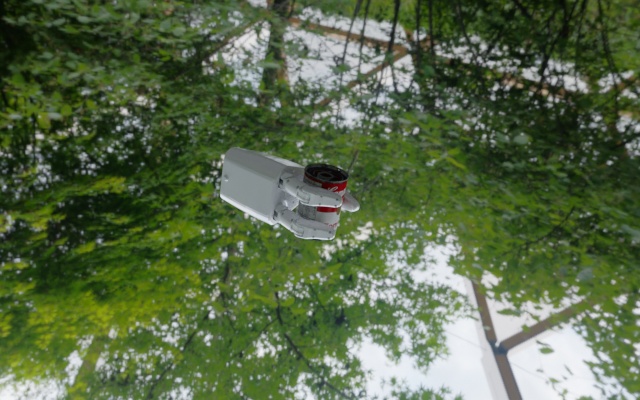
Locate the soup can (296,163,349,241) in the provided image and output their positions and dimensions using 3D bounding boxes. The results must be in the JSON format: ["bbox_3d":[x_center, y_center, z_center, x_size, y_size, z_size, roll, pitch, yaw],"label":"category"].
[{"bbox_3d":[0.001,0.003,0.736,0.068,0.102,0.068,10,24,-4],"label":"soup can"}]
